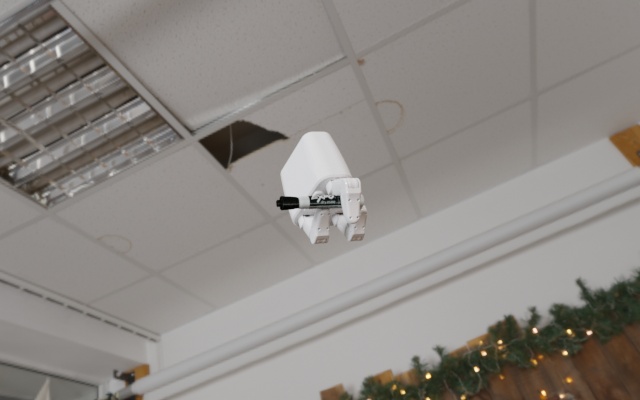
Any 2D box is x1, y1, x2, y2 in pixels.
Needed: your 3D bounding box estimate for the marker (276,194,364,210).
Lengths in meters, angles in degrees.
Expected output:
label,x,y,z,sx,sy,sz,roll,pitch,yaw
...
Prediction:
label,x,y,z,sx,sy,sz,roll,pitch,yaw
marker,0.000,0.002,0.636,0.121,0.020,0.020,-2,1,-21
